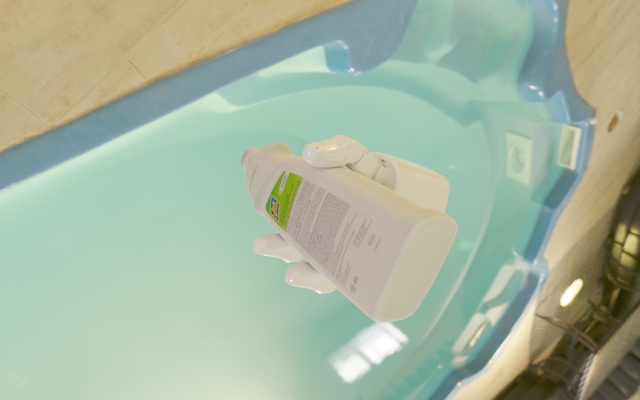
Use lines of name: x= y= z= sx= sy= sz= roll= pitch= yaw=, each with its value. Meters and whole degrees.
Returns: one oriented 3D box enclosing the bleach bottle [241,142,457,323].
bleach bottle: x=0.000 y=0.002 z=0.452 sx=0.068 sy=0.102 sz=0.250 roll=6 pitch=22 yaw=-44
